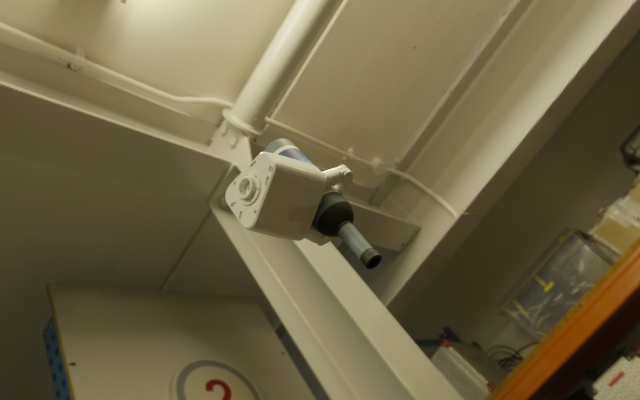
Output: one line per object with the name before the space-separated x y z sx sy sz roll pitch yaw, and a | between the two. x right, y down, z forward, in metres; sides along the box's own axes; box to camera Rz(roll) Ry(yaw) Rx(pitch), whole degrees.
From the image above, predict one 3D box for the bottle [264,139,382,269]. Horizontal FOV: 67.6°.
bottle | 0.000 0.002 0.770 0.069 0.069 0.295 0 36 -40
